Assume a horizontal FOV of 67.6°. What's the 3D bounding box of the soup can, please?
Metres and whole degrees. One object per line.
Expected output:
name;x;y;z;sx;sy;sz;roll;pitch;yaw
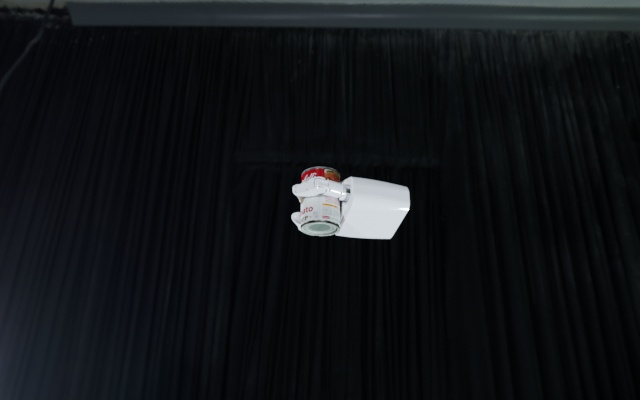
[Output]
soup can;0.000;0.003;0.816;0.068;0.102;0.068;1;-24;0
